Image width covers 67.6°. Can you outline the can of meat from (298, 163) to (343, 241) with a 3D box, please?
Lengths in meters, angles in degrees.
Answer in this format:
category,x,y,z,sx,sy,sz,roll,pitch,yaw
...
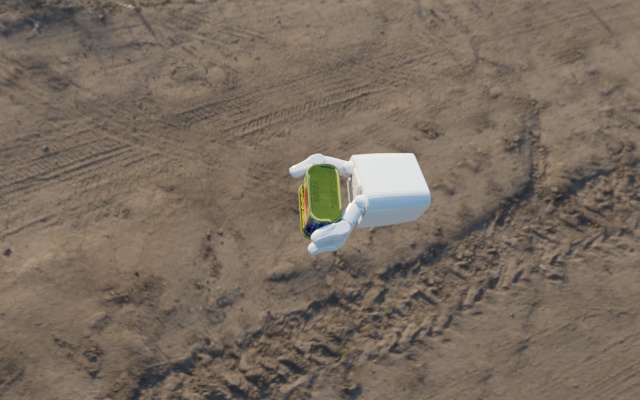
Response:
category,x,y,z,sx,sy,sz,roll,pitch,yaw
can of meat,0.000,0.002,0.748,0.057,0.102,0.084,0,-21,-10
